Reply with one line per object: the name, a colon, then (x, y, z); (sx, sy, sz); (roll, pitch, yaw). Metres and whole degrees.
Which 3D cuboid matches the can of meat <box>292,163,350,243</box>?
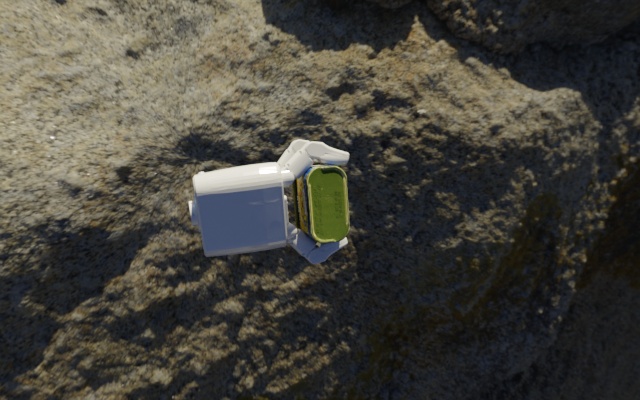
can of meat: (0.000, 0.002, 0.629); (0.057, 0.102, 0.084); (-6, 6, -14)
